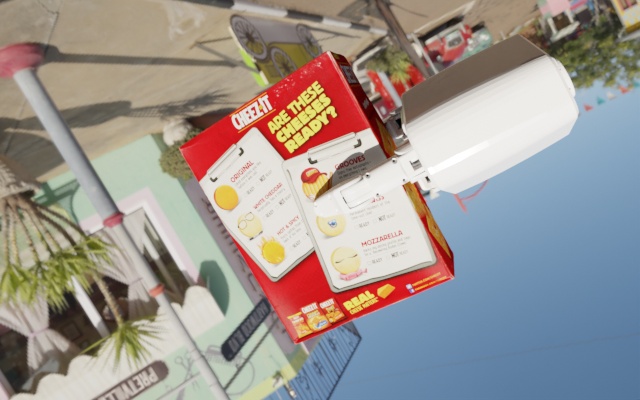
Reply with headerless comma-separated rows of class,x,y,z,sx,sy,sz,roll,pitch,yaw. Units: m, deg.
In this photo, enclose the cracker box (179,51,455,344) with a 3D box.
cracker box,0.000,0.002,0.439,0.164,0.214,0.072,-28,5,19
